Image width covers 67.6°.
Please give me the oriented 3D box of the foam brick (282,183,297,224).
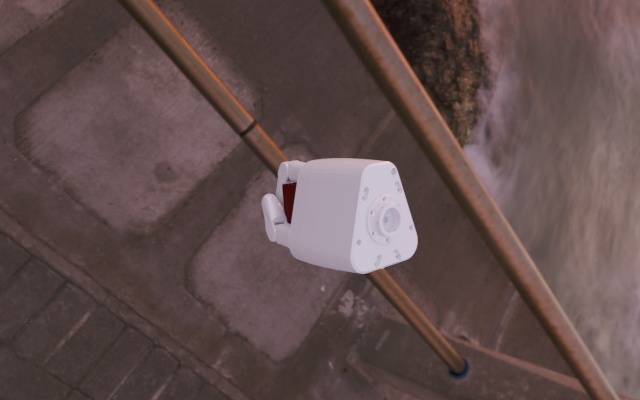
[{"bbox_3d":[0.000,0.002,0.582,0.078,0.053,0.051,-12,13,-35],"label":"foam brick"}]
